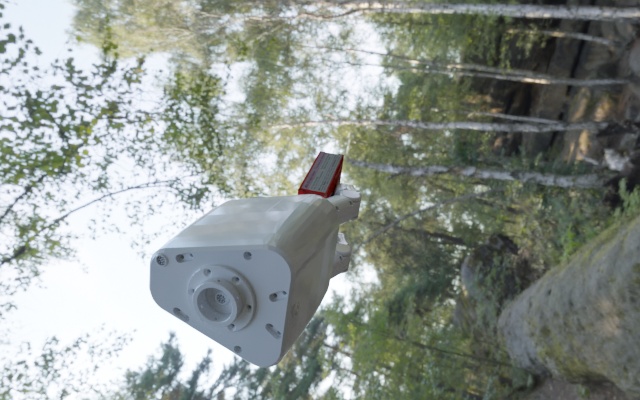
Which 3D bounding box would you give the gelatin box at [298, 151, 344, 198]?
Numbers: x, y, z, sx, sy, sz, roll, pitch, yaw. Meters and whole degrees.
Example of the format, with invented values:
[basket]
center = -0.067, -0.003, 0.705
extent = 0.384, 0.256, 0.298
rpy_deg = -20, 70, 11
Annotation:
[gelatin box]
center = 0.000, 0.001, 0.487
extent = 0.030, 0.073, 0.089
rpy_deg = 11, 32, 8
